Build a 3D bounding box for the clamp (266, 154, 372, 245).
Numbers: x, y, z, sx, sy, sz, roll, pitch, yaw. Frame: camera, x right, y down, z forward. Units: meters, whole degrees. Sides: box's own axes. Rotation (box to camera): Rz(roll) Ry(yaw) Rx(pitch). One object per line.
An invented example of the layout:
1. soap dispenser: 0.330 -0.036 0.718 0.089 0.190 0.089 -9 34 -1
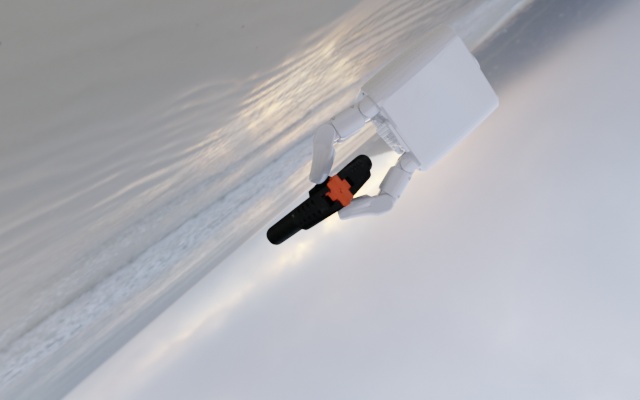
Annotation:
1. clamp: 0.001 0.002 0.520 0.164 0.036 0.210 -40 2 1
